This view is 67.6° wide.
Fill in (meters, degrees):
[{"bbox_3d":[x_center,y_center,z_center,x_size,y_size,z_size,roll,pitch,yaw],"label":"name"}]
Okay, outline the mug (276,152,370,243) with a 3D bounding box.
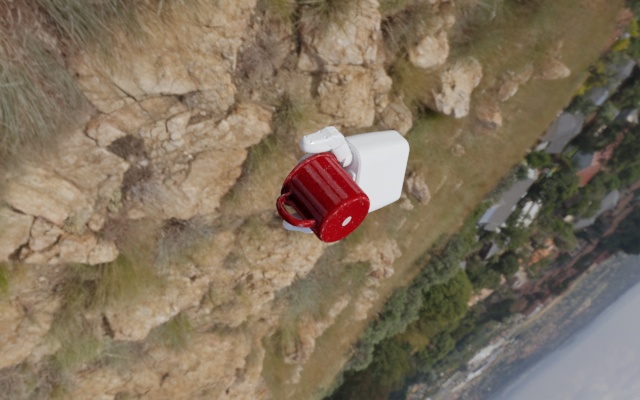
[{"bbox_3d":[-0.001,0.002,0.601,0.117,0.093,0.081,-17,53,-36],"label":"mug"}]
